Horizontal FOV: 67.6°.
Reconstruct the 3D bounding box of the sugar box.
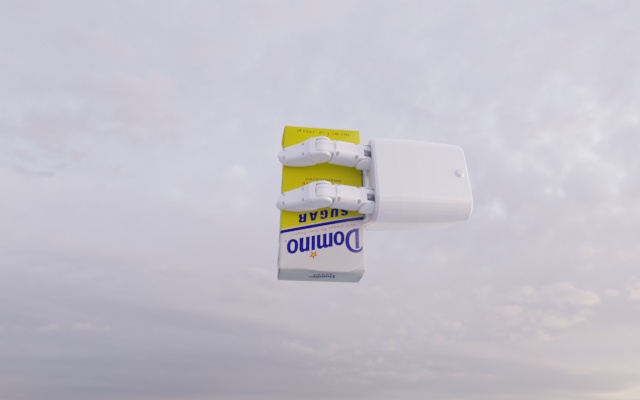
[{"bbox_3d":[0.000,0.001,0.540,0.093,0.176,0.048,2,-28,-7],"label":"sugar box"}]
